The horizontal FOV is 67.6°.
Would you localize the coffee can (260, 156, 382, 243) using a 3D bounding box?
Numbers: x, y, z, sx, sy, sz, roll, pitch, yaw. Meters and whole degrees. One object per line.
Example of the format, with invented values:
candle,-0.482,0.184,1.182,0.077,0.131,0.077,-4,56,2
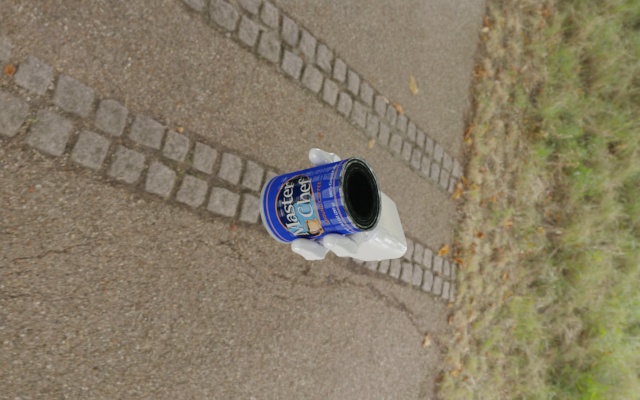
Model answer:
coffee can,0.000,0.002,0.672,0.140,0.103,0.103,-11,-6,35
